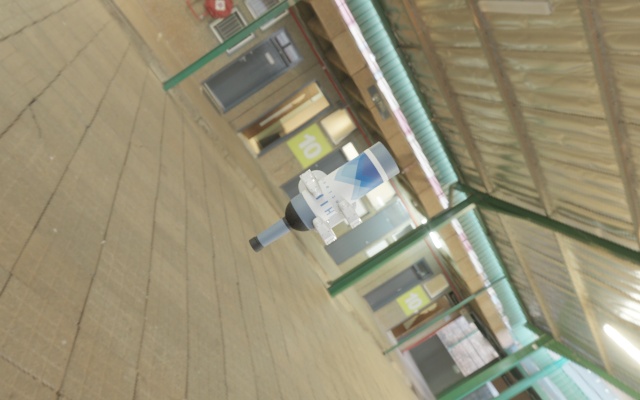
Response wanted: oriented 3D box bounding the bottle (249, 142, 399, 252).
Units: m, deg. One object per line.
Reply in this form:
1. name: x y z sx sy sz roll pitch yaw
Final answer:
1. bottle: 0.000 0.003 0.860 0.296 0.069 0.069 -33 -2 3
